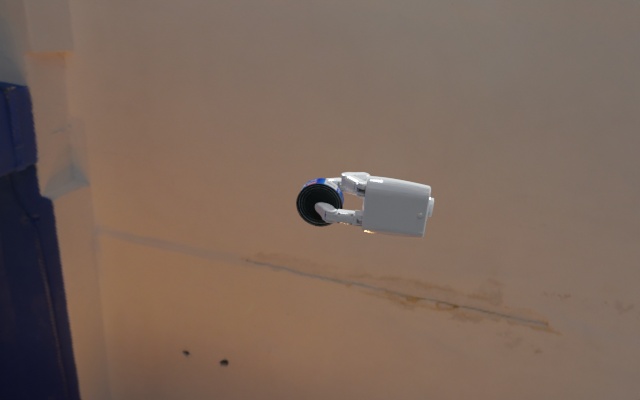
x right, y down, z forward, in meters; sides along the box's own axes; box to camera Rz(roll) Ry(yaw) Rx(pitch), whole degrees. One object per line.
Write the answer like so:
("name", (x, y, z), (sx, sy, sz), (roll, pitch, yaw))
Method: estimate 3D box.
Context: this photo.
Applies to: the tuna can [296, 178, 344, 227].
("tuna can", (0.000, 0.003, 0.882), (0.086, 0.086, 0.033), (0, 23, 9))
